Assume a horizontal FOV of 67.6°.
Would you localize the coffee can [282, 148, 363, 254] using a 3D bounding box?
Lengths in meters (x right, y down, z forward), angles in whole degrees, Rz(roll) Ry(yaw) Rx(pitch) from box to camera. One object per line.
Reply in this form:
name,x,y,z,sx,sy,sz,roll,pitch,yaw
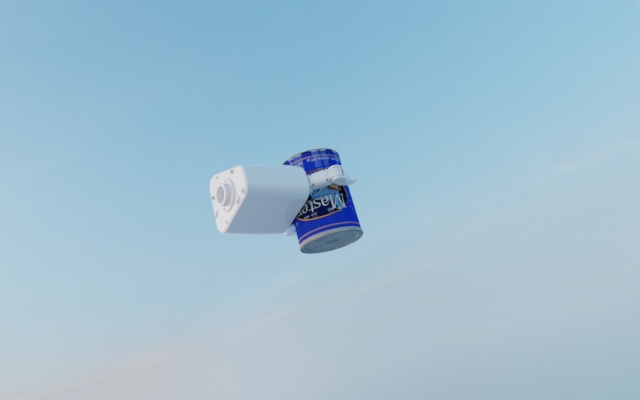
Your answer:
coffee can,0.000,0.003,0.765,0.103,0.140,0.103,-14,-20,-5
